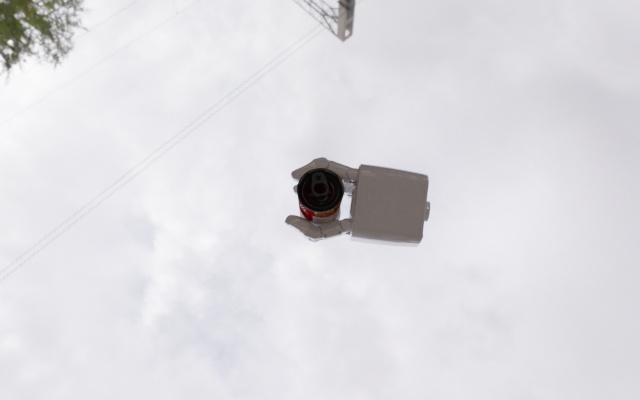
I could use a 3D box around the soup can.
[{"bbox_3d":[0.000,0.002,0.722,0.068,0.068,0.102,0,-21,0],"label":"soup can"}]
